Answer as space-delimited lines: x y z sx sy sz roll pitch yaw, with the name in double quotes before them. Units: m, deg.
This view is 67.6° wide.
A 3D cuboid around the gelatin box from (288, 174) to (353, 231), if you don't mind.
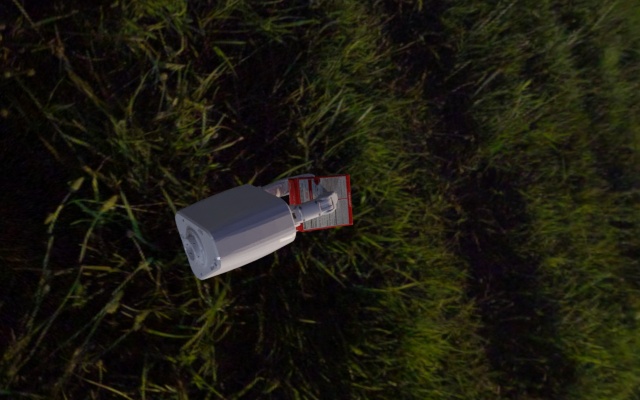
"gelatin box" 0.001 0.002 0.667 0.089 0.073 0.030 -6 2 -31
